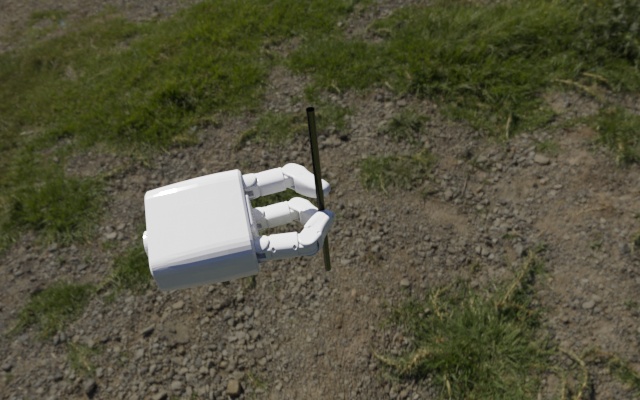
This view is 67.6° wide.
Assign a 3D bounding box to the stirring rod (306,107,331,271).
[{"bbox_3d":[0.000,0.002,0.520,0.011,0.011,0.240,-3,-45,3],"label":"stirring rod"}]
